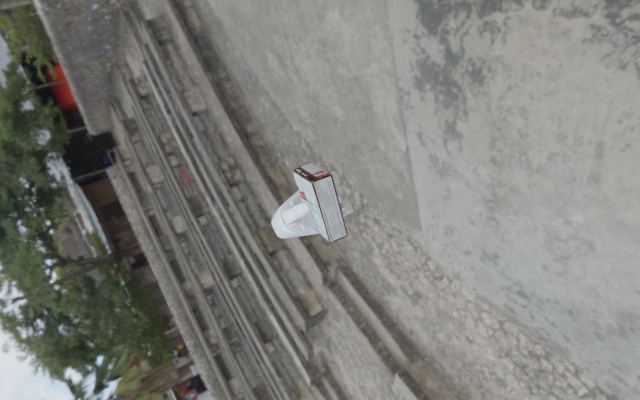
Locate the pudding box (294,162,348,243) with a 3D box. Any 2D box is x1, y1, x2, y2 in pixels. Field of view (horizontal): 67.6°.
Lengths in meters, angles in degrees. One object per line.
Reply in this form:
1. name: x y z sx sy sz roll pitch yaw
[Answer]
1. pudding box: 0.000 0.003 0.780 0.039 0.113 0.090 -25 24 -16
